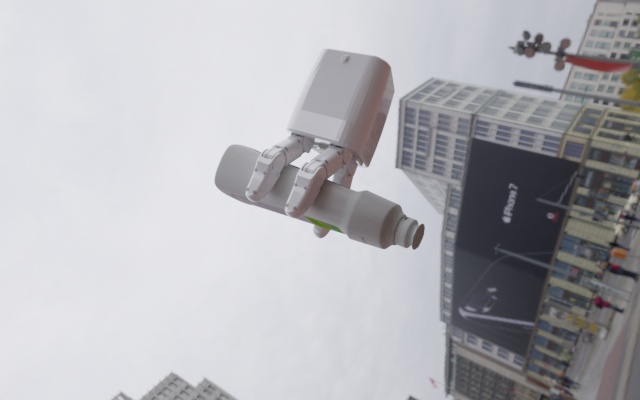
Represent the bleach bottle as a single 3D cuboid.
[{"bbox_3d":[0.000,0.002,0.546,0.251,0.068,0.102,20,-3,30],"label":"bleach bottle"}]
